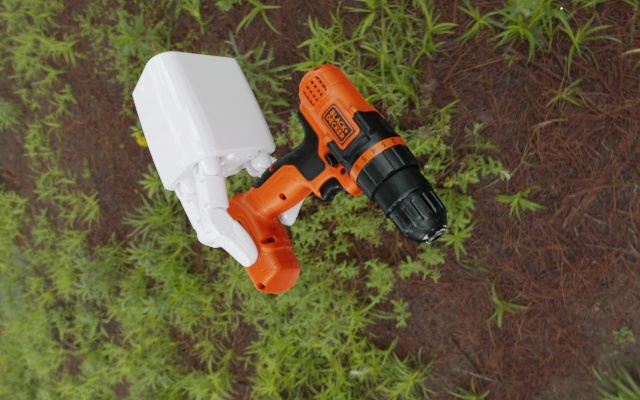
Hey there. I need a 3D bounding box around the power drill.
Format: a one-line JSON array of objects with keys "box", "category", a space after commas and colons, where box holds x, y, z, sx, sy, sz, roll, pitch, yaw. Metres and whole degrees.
[{"box": [0.000, 0.001, 0.428, 0.188, 0.184, 0.057, -45, -28, 25], "category": "power drill"}]
